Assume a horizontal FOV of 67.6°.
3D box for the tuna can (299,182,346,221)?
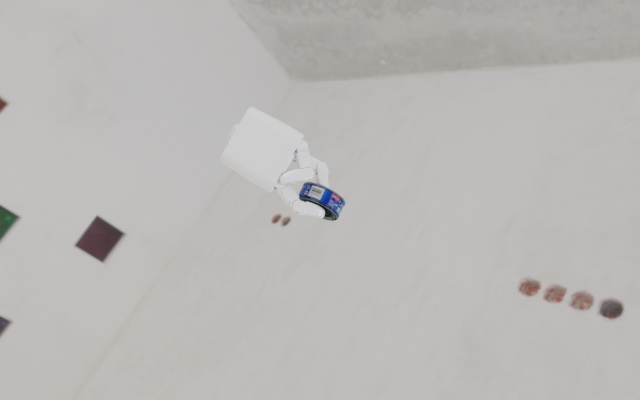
[{"bbox_3d":[0.000,0.003,0.875,0.086,0.033,0.086,23,-18,8],"label":"tuna can"}]
